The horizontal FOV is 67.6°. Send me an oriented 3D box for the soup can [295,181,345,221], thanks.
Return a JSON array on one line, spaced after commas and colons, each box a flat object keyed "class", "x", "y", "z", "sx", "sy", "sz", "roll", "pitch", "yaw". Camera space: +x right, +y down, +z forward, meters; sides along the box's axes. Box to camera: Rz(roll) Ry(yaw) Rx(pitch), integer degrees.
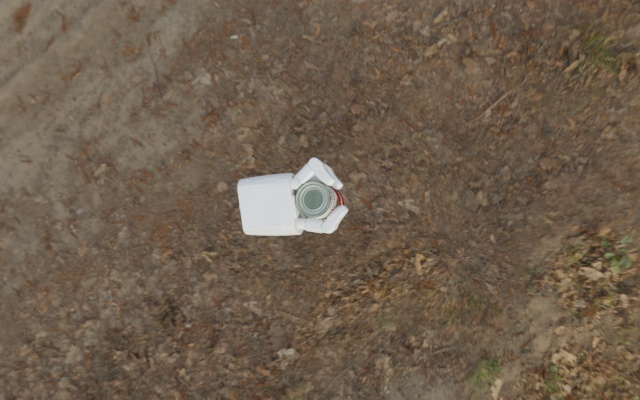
[{"class": "soup can", "x": 0.001, "y": 0.003, "z": 0.888, "sx": 0.068, "sy": 0.068, "sz": 0.102, "roll": 0, "pitch": -6, "yaw": 17}]
